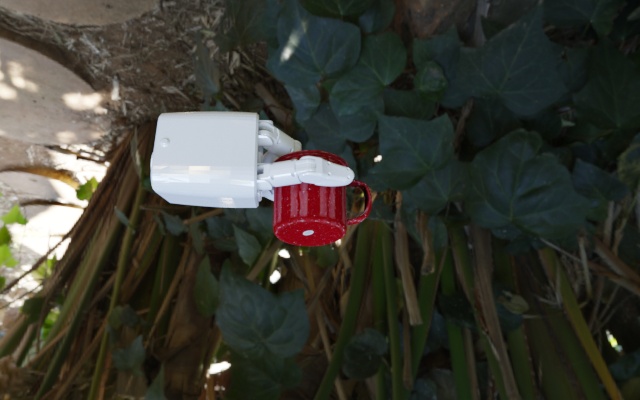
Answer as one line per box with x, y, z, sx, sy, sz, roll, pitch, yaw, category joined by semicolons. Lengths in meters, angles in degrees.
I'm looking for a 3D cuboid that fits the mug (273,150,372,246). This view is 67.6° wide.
0.002;0.002;0.542;0.117;0.081;0.093;2;-25;-5;mug
